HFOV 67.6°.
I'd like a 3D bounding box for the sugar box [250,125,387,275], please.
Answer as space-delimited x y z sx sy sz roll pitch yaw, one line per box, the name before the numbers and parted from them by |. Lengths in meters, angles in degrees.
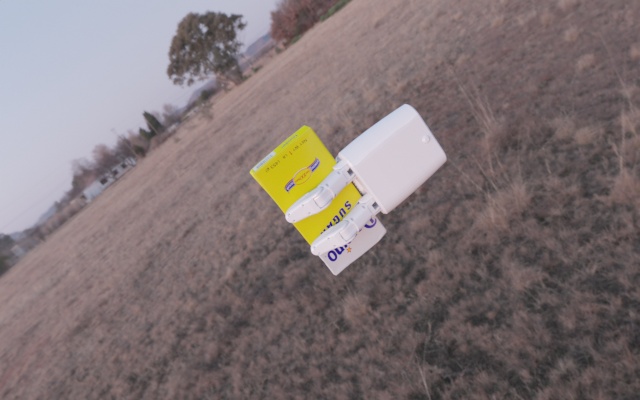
sugar box | 0.000 0.002 0.613 0.093 0.176 0.048 -40 17 -3
